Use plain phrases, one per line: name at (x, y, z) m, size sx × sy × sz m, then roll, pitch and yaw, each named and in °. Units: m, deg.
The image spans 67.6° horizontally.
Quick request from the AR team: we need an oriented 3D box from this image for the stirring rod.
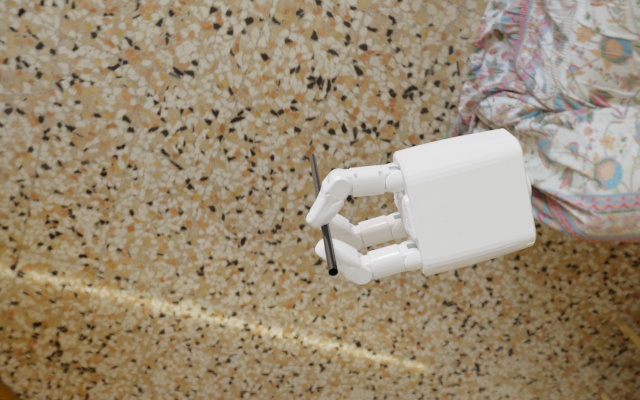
stirring rod at (0.000, 0.001, 0.491) m, size 0.011 × 0.011 × 0.239 m, roll 0°, pitch 28°, yaw -6°
